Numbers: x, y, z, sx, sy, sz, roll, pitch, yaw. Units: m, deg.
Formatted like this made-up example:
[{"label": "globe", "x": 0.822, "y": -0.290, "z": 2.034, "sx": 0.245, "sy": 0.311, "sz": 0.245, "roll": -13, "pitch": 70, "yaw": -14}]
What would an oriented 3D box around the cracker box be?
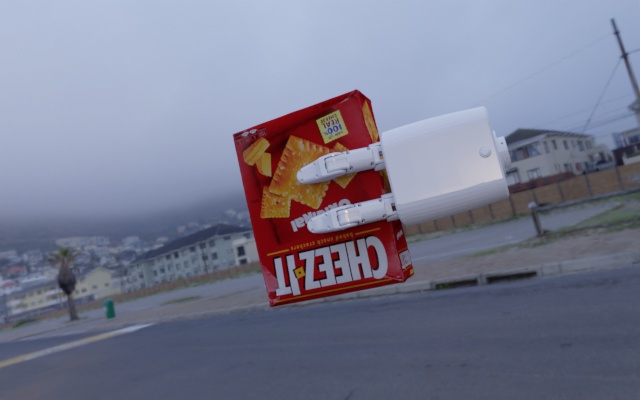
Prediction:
[{"label": "cracker box", "x": 0.000, "y": 0.002, "z": 0.554, "sx": 0.164, "sy": 0.213, "sz": 0.072, "roll": -15, "pitch": -6, "yaw": 20}]
